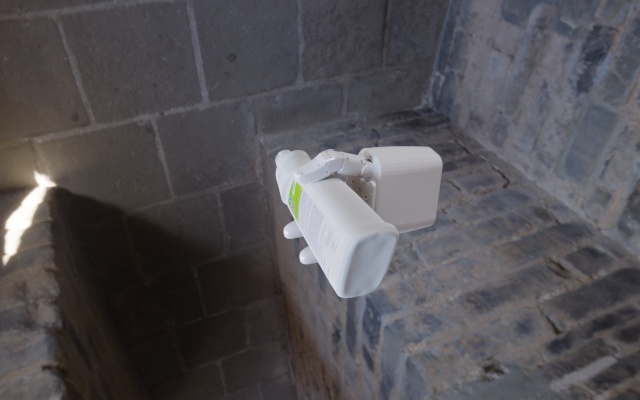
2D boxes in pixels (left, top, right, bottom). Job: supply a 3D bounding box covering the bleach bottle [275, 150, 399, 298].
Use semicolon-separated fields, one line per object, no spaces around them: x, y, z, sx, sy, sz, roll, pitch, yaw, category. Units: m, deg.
0.000;0.002;0.608;0.068;0.103;0.250;-6;37;-26;bleach bottle
